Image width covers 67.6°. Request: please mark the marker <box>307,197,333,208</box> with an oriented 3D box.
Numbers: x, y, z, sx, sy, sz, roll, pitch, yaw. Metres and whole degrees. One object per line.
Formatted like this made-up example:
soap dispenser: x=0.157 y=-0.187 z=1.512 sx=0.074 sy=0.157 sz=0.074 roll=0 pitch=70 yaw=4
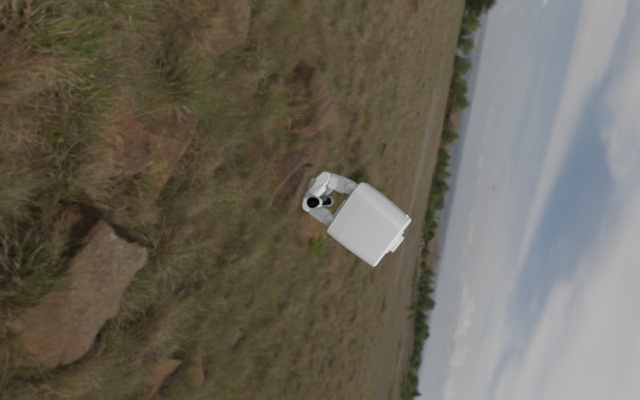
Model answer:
marker: x=0.000 y=0.003 z=0.848 sx=0.020 sy=0.020 sz=0.121 roll=0 pitch=1 yaw=15
